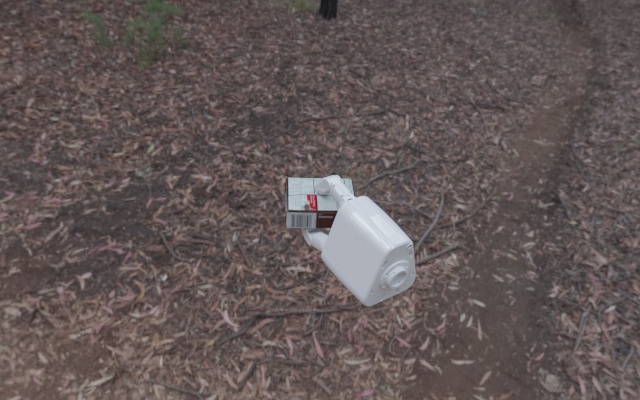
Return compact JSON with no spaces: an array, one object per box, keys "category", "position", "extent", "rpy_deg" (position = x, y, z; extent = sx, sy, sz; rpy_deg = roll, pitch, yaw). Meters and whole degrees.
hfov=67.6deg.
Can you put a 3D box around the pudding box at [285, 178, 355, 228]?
[{"category":"pudding box","position":[0.000,0.002,0.759],"extent":[0.113,0.039,0.090],"rpy_deg":[2,37,-6]}]
